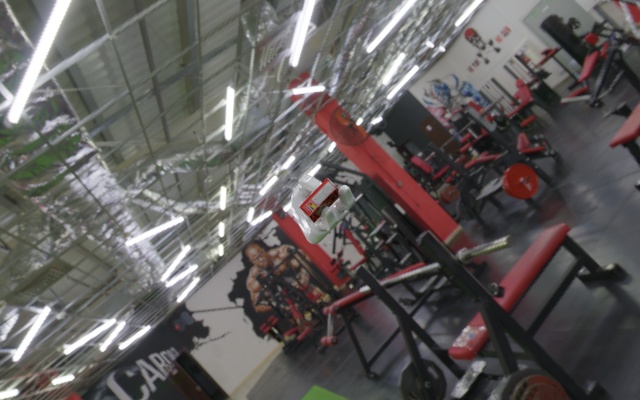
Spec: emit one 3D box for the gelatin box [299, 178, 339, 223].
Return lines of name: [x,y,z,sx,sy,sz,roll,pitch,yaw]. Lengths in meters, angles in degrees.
gelatin box: [0.000,0.003,0.884,0.030,0.073,0.089,44,-5,11]
